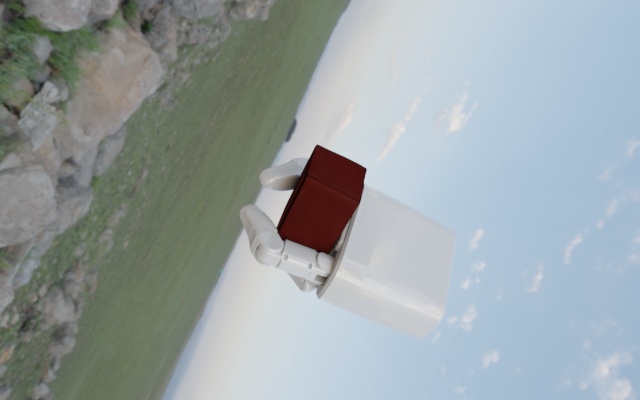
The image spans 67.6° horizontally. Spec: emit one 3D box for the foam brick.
[{"bbox_3d":[0.000,0.001,0.419,0.051,0.078,0.053,25,38,-5],"label":"foam brick"}]
